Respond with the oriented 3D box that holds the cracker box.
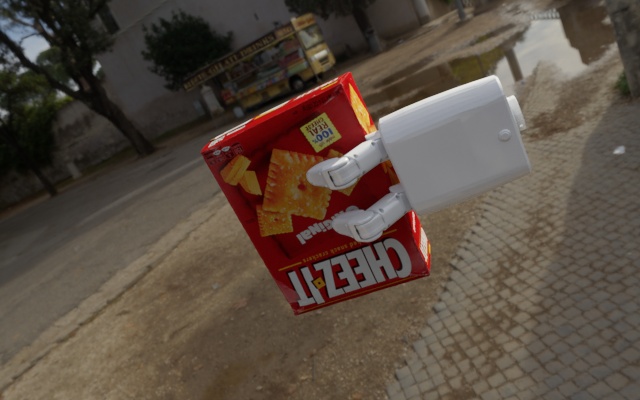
[{"bbox_3d":[0.000,0.001,0.501,0.164,0.214,0.072,-21,17,20],"label":"cracker box"}]
